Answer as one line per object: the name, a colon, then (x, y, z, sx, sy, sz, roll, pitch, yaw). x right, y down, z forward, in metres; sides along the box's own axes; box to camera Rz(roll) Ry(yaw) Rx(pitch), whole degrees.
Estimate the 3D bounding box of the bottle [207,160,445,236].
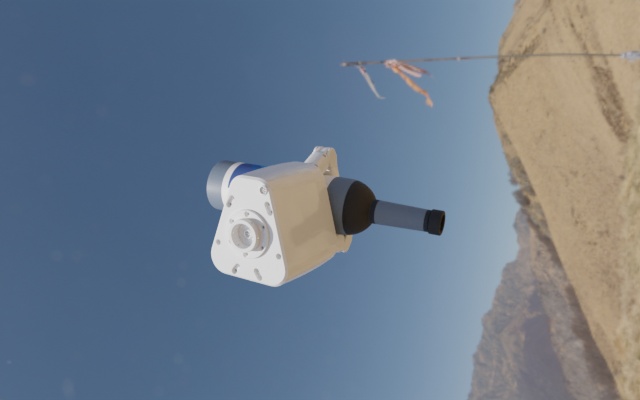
bottle: (0.000, 0.002, 0.576, 0.295, 0.069, 0.069, 10, 4, 25)
